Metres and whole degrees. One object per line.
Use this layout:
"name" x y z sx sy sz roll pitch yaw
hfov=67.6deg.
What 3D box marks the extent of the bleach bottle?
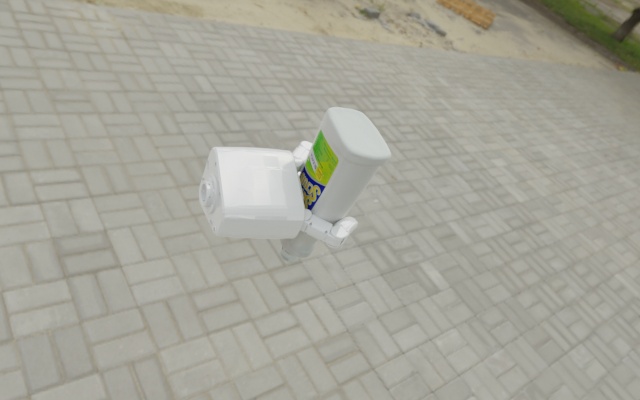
"bleach bottle" 0.000 0.002 0.652 0.068 0.102 0.251 2 -46 -29
